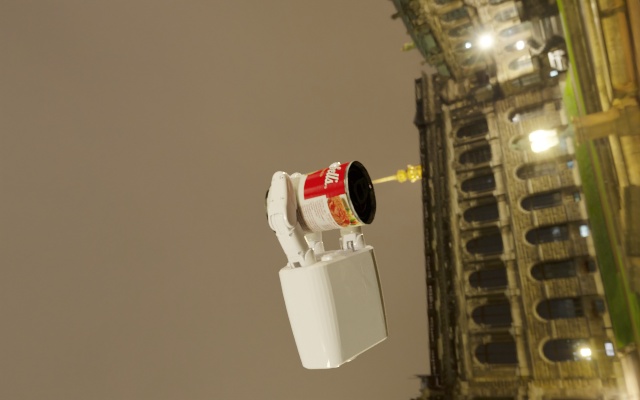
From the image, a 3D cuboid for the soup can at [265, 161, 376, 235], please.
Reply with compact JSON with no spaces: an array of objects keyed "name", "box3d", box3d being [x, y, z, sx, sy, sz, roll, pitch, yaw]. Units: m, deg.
[{"name":"soup can","box3d":[0.000,0.001,0.515,0.102,0.068,0.068,-13,-6,28]}]
